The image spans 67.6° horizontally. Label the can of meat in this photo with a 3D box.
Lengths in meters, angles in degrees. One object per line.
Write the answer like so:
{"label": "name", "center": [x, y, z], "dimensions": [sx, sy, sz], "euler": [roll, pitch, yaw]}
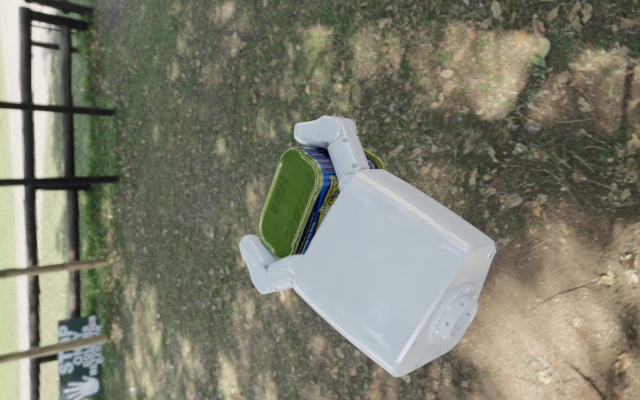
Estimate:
{"label": "can of meat", "center": [0.000, 0.001, 0.427], "dimensions": [0.084, 0.102, 0.057], "euler": [-5, 35, -45]}
